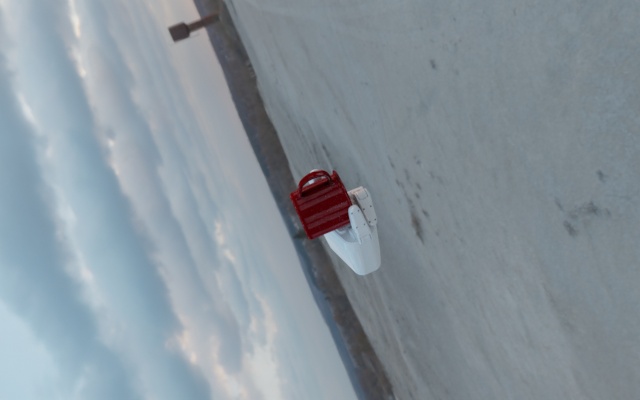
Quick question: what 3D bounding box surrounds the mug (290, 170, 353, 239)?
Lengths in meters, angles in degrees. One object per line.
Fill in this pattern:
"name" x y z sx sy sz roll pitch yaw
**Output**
"mug" 0.000 0.002 0.744 0.081 0.117 0.093 -24 46 -3
